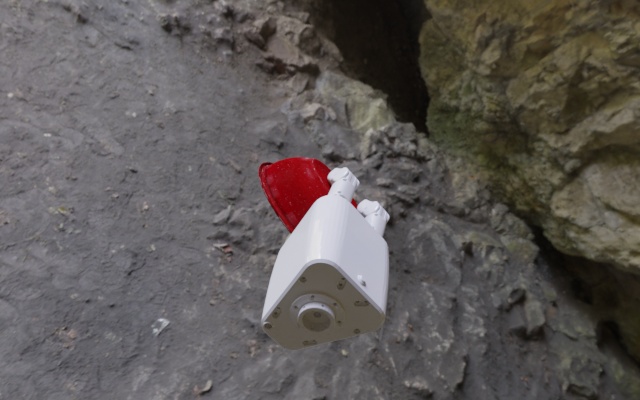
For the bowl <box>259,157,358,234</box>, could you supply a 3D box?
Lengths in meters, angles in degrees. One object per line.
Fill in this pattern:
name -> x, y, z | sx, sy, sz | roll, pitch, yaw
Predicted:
bowl -> 0.000, 0.001, 0.578 | 0.055, 0.162, 0.162 | -39, -11, 14
